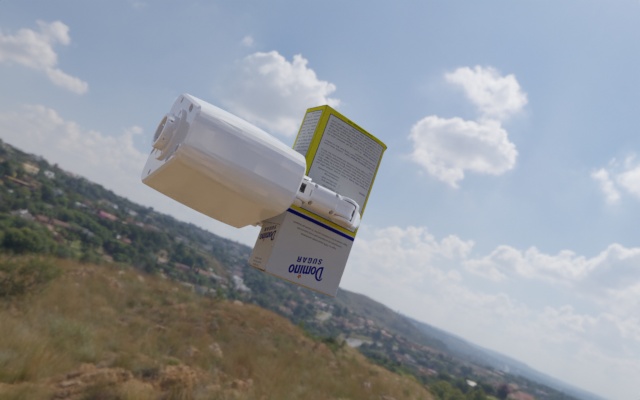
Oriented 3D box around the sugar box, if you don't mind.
[{"bbox_3d":[0.000,0.001,0.496,0.093,0.176,0.048,27,-10,-32],"label":"sugar box"}]
